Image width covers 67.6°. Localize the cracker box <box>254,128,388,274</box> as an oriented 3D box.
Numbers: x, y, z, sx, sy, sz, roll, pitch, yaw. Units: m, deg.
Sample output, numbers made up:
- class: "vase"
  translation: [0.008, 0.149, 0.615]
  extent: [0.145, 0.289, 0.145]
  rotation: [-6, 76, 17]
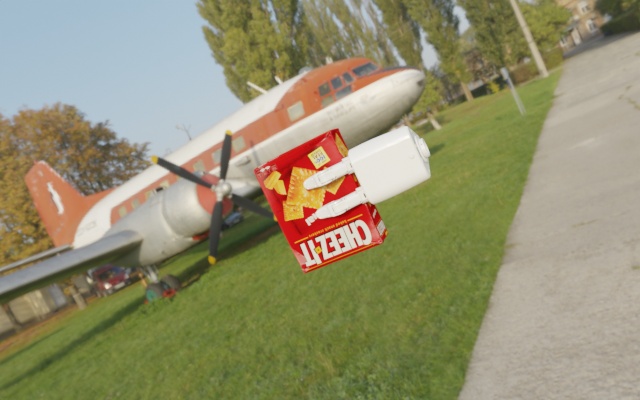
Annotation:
- class: "cracker box"
  translation: [0.000, 0.003, 0.854]
  extent: [0.164, 0.214, 0.072]
  rotation: [-24, 5, 20]
